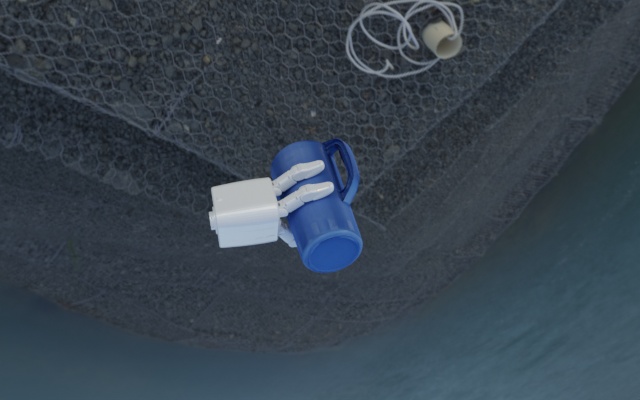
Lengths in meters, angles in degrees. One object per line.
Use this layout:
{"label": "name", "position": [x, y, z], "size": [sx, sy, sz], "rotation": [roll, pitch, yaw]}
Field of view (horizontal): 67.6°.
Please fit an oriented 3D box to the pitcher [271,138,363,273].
{"label": "pitcher", "position": [0.000, 0.003, 0.879], "size": [0.145, 0.149, 0.242], "rotation": [-8, 45, -13]}
